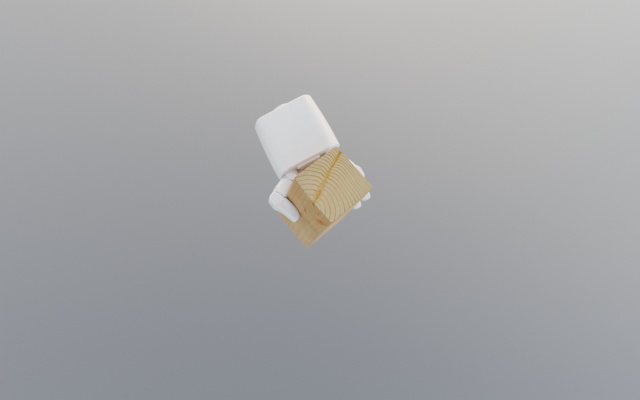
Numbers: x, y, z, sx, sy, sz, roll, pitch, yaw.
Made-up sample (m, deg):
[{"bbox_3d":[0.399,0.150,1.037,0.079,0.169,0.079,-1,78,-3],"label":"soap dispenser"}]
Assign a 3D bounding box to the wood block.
[{"bbox_3d":[0.000,0.003,0.815,0.091,0.090,0.206,-38,-6,-19],"label":"wood block"}]
